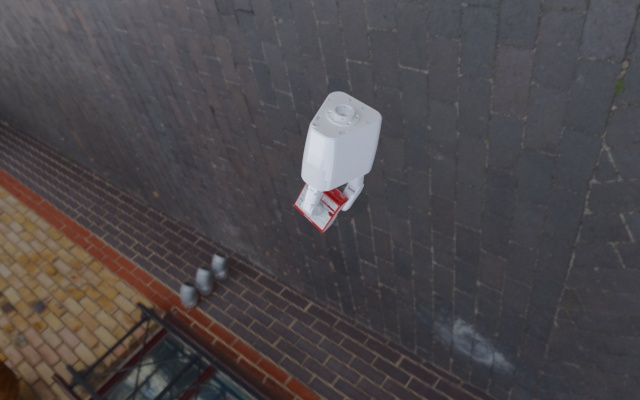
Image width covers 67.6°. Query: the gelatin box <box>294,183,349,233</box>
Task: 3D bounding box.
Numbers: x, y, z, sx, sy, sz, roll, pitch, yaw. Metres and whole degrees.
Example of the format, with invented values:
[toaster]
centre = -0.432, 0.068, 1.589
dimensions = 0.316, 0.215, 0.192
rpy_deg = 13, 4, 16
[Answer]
[gelatin box]
centre = 0.000, 0.003, 0.828
dimensions = 0.030, 0.073, 0.089
rpy_deg = -40, -12, -39
